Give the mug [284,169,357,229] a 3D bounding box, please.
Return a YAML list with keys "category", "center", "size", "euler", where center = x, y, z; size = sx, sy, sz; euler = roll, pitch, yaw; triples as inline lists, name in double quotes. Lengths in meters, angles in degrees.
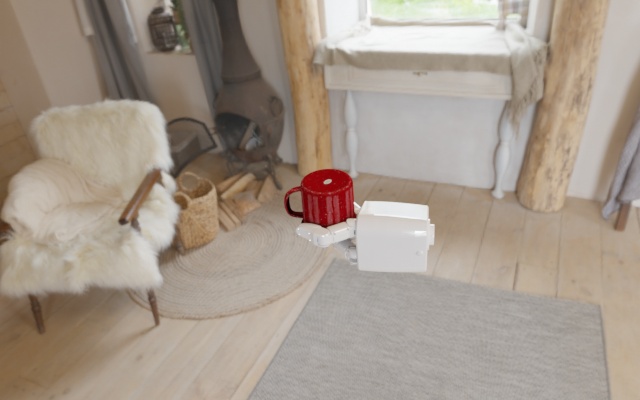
- category: "mug"
  center: [-0.001, 0.002, 0.754]
  size: [0.117, 0.081, 0.093]
  euler: [2, 32, 11]
